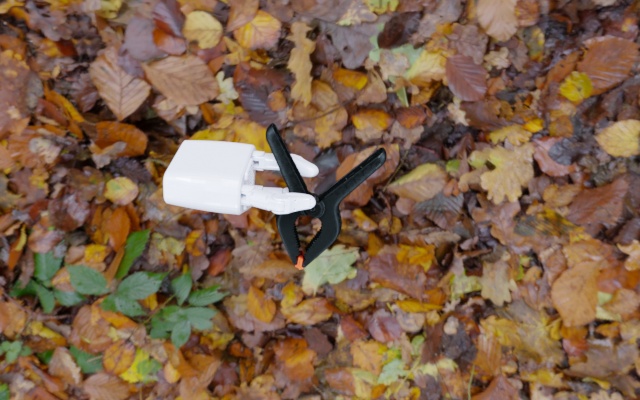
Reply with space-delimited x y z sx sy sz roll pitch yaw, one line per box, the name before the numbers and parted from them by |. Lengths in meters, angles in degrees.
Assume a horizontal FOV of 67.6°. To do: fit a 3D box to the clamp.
clamp | 0.000 0.003 0.672 0.164 0.210 0.036 6 23 1
